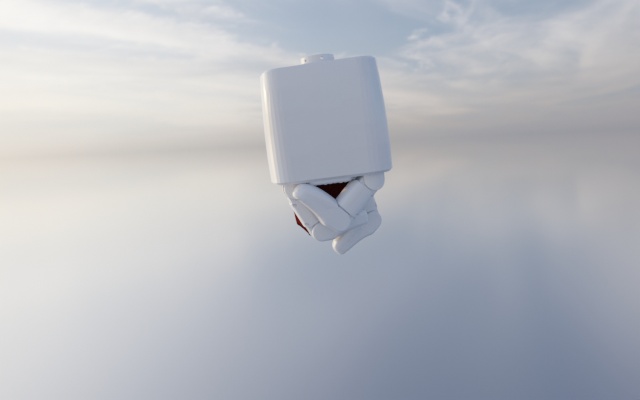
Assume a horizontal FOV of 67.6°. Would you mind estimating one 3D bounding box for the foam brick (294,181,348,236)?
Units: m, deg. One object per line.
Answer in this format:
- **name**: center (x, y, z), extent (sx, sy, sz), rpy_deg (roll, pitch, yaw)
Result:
- **foam brick**: center (0.000, 0.002, 0.520), extent (0.053, 0.051, 0.078), rpy_deg (-14, 9, -12)
